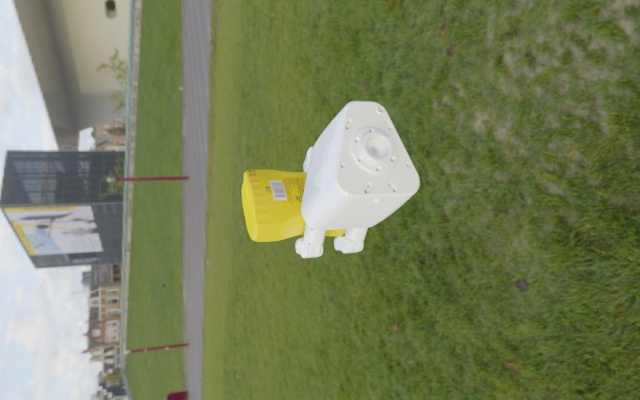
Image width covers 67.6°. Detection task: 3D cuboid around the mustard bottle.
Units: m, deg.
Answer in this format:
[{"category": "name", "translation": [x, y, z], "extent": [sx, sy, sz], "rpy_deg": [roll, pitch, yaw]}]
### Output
[{"category": "mustard bottle", "translation": [0.000, 0.002, 0.615], "extent": [0.191, 0.096, 0.058], "rpy_deg": [-2, -43, -19]}]
